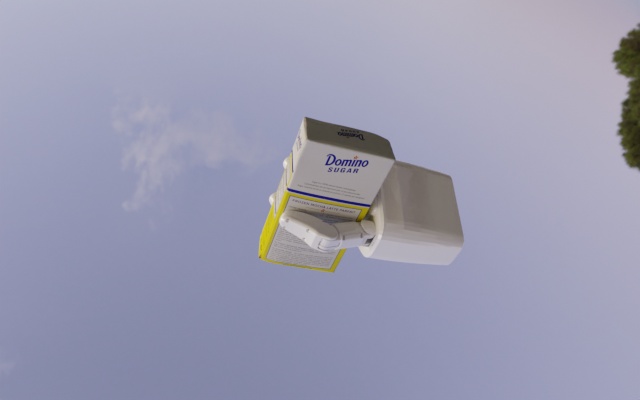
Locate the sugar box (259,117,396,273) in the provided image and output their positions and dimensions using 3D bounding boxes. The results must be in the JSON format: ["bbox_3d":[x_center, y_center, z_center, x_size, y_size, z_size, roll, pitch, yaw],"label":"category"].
[{"bbox_3d":[0.000,0.001,0.509,0.093,0.176,0.048,12,38,-16],"label":"sugar box"}]
